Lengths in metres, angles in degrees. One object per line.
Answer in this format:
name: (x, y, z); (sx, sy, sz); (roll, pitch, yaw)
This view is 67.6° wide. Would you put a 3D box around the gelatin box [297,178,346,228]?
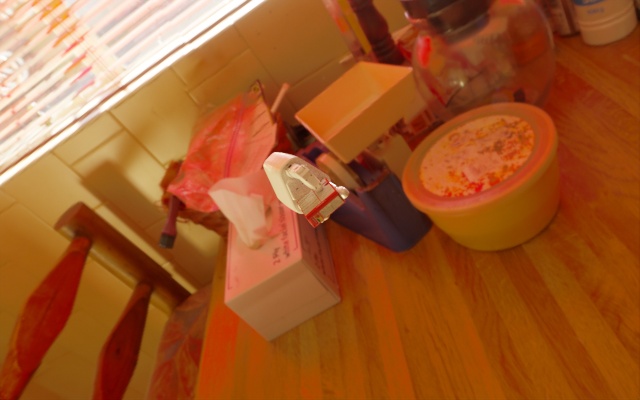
gelatin box: (0.000, 0.003, 0.874); (0.073, 0.030, 0.089); (-40, 23, 2)
